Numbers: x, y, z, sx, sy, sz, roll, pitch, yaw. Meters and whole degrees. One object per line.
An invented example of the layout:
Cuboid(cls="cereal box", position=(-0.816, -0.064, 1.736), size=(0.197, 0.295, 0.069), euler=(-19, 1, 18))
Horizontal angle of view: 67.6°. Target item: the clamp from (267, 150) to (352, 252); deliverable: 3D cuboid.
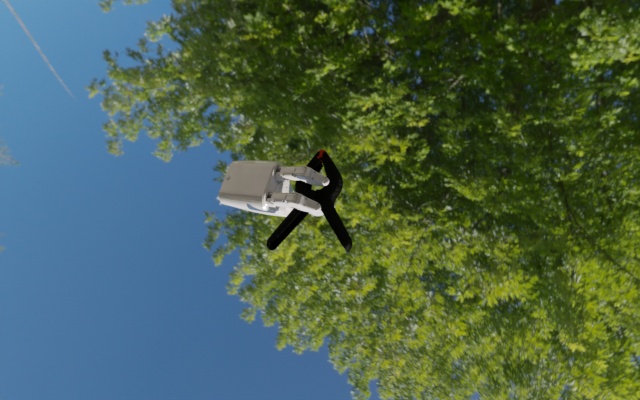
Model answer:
Cuboid(cls="clamp", position=(0.000, 0.003, 0.880), size=(0.164, 0.210, 0.036), euler=(6, -24, 26))
